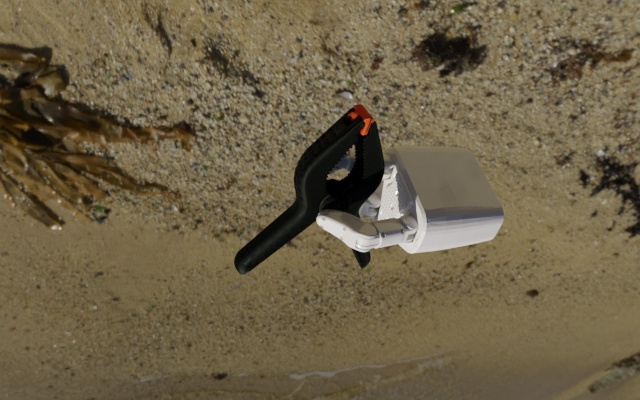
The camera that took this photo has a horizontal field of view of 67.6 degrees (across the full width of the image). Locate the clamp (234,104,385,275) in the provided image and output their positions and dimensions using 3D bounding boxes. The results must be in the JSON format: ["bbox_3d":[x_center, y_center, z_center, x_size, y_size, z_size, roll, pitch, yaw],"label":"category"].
[{"bbox_3d":[0.001,0.002,0.487,0.164,0.210,0.036,-5,41,-24],"label":"clamp"}]
